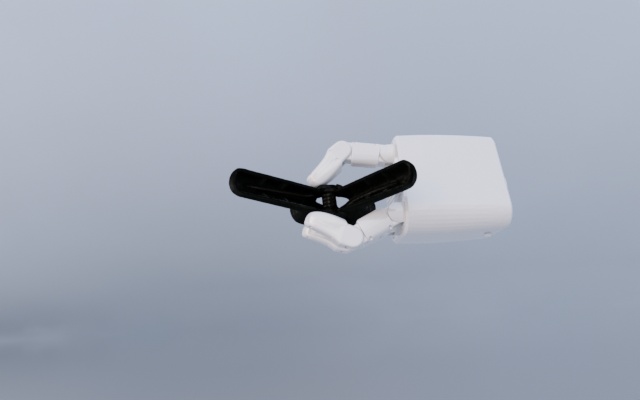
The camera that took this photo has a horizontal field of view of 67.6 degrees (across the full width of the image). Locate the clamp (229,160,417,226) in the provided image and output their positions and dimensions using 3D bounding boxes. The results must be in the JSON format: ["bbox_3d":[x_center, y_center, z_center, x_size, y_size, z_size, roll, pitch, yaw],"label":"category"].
[{"bbox_3d":[0.000,0.001,0.500,0.164,0.036,0.210,0,-14,-1],"label":"clamp"}]
